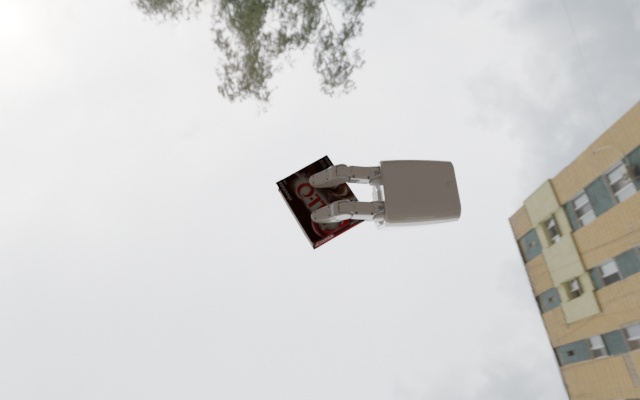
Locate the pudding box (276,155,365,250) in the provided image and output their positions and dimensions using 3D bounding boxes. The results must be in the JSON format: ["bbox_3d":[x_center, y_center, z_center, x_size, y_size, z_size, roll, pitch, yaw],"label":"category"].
[{"bbox_3d":[0.000,0.002,0.701,0.090,0.113,0.039,-29,-22,-11],"label":"pudding box"}]
